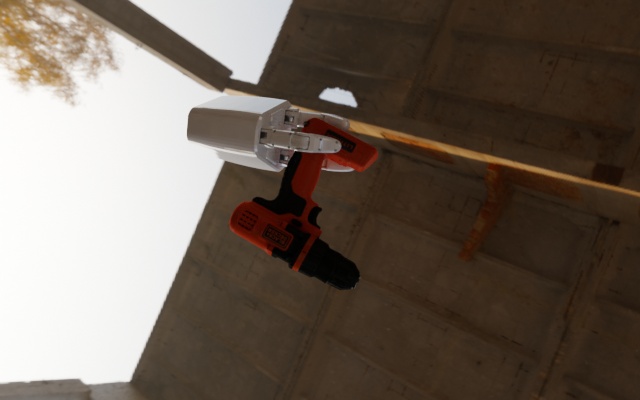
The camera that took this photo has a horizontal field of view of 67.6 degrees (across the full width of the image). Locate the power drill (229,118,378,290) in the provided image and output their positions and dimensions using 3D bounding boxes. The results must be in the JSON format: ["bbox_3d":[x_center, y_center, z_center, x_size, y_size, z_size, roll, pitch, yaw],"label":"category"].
[{"bbox_3d":[0.000,0.002,0.623,0.184,0.187,0.057,29,-8,2],"label":"power drill"}]
